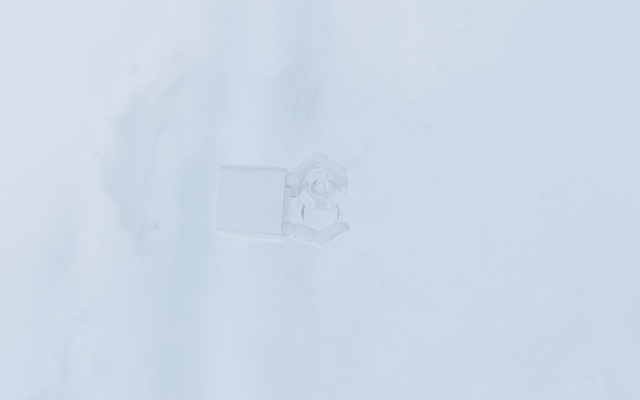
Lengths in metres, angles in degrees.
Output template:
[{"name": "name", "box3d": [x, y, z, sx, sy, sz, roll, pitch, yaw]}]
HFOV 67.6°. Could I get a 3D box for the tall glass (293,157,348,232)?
[{"name": "tall glass", "box3d": [0.000, 0.002, 0.735, 0.079, 0.079, 0.201, 0, -15, 1]}]
